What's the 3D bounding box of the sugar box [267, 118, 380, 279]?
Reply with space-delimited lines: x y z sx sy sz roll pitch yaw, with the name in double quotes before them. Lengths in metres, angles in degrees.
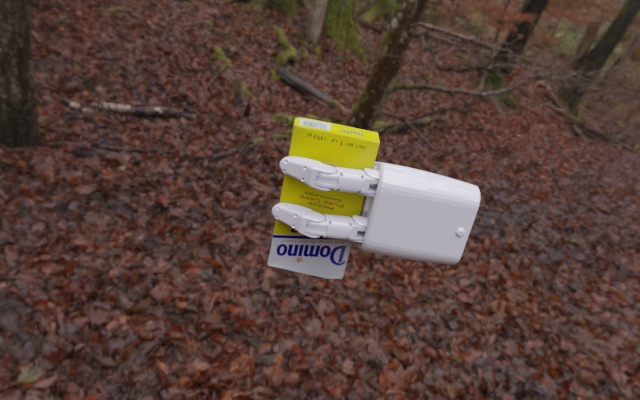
"sugar box" 0.000 0.002 0.539 0.093 0.176 0.048 11 23 -2
